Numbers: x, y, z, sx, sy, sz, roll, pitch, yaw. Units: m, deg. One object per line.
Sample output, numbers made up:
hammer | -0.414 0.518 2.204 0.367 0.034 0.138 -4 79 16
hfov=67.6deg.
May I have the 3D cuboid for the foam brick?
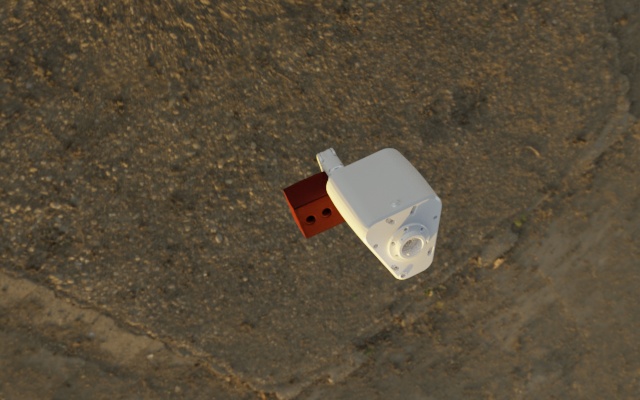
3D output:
foam brick | 0.000 0.002 0.610 0.078 0.053 0.051 -25 39 -5
